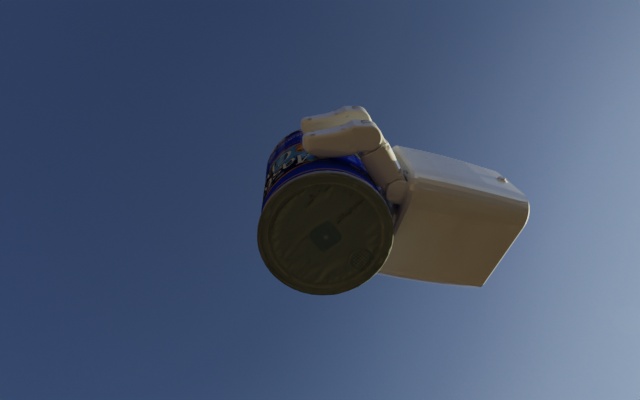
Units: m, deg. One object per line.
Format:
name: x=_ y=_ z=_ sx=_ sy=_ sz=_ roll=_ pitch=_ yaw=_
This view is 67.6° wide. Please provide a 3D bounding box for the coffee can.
coffee can: x=0.000 y=0.001 z=0.419 sx=0.103 sy=0.103 sz=0.140 roll=0 pitch=23 yaw=-4
